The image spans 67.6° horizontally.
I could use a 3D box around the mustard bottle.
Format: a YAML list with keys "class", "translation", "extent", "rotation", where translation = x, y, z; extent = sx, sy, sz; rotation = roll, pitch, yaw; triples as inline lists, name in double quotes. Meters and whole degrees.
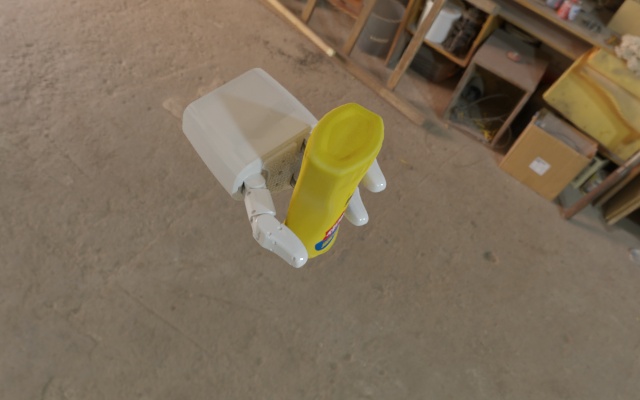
- class: "mustard bottle"
  translation: [0.000, 0.002, 0.473]
  extent: [0.058, 0.096, 0.192]
  rotation: [28, -41, 5]
